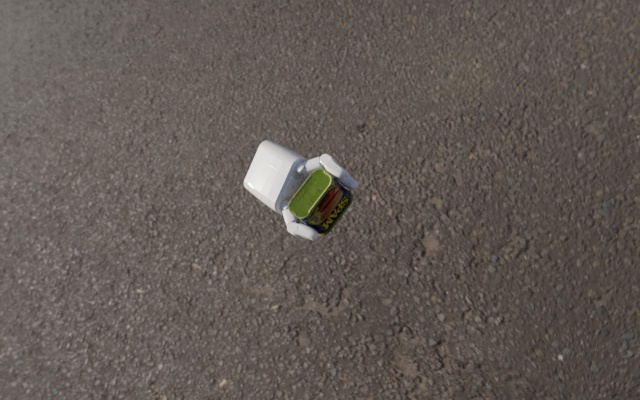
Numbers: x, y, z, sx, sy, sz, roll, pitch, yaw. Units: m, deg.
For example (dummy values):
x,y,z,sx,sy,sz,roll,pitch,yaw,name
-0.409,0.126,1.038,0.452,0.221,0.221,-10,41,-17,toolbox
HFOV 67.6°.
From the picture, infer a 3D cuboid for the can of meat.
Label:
x,y,z,sx,sy,sz,roll,pitch,yaw,name
0.000,0.003,0.863,0.057,0.102,0.084,35,-3,37,can of meat
